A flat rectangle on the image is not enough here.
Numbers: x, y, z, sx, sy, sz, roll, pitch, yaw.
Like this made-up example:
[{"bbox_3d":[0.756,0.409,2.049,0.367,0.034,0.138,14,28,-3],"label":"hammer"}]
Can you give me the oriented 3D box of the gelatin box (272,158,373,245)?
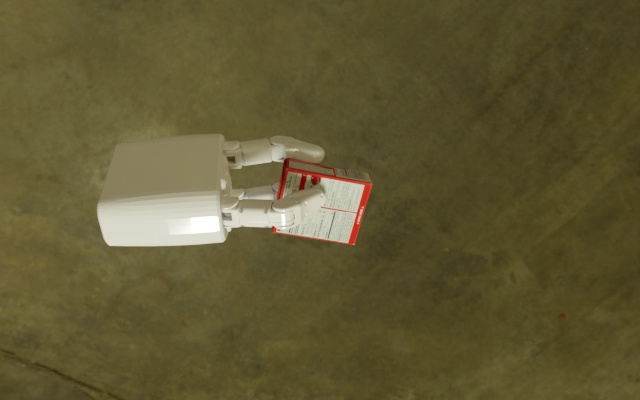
[{"bbox_3d":[0.000,0.002,0.483,0.089,0.073,0.030,10,26,-8],"label":"gelatin box"}]
